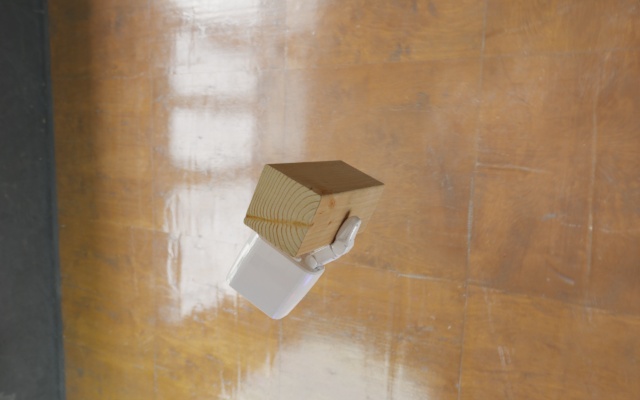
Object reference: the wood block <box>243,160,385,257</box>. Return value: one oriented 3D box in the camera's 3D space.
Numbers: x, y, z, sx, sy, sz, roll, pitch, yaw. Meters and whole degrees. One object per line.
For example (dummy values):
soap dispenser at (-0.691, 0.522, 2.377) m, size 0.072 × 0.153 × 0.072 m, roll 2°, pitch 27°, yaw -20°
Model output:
wood block at (0.000, 0.003, 0.675) m, size 0.091 × 0.090 × 0.206 m, roll 32°, pitch 20°, yaw 22°
